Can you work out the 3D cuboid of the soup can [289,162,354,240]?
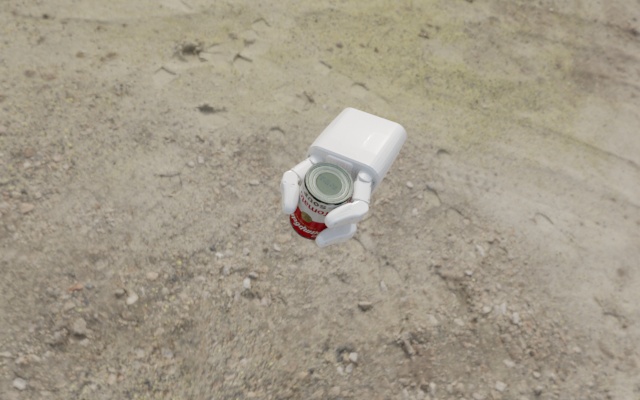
[{"bbox_3d":[0.000,0.002,0.654,0.068,0.068,0.102,0,-31,-16],"label":"soup can"}]
